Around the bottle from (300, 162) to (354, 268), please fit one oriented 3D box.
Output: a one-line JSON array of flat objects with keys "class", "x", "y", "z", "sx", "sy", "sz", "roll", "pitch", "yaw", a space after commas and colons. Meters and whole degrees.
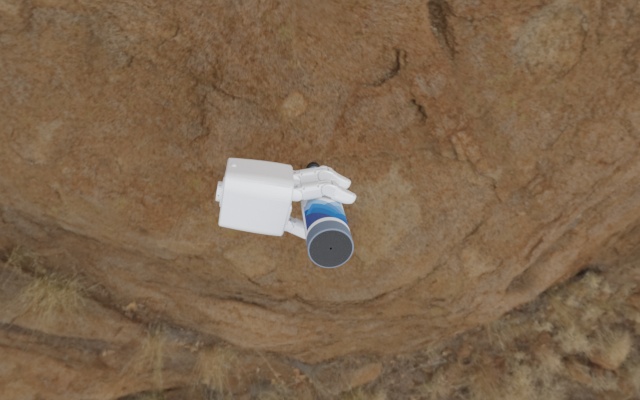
[{"class": "bottle", "x": 0.000, "y": 0.003, "z": 0.806, "sx": 0.069, "sy": 0.069, "sz": 0.295, "roll": 0, "pitch": 27, "yaw": -6}]
